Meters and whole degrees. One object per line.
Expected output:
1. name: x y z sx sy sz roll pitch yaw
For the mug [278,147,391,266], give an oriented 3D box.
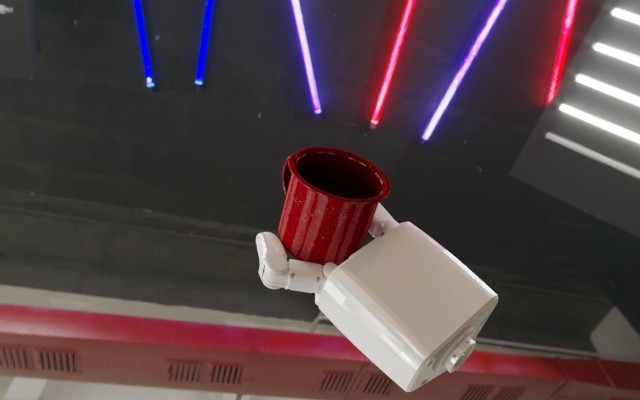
1. mug: -0.001 0.001 0.448 0.093 0.081 0.117 -14 43 -40
